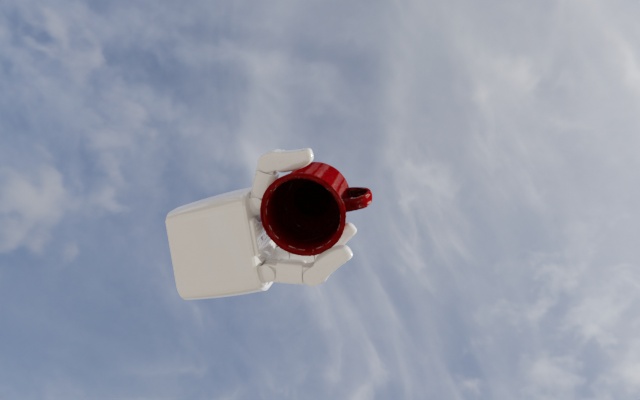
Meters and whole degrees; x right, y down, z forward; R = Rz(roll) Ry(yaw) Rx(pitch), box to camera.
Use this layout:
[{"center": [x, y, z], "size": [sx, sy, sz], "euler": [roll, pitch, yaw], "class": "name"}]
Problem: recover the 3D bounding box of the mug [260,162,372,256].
[{"center": [0.001, 0.001, 0.534], "size": [0.117, 0.093, 0.081], "euler": [-11, 15, 15], "class": "mug"}]
